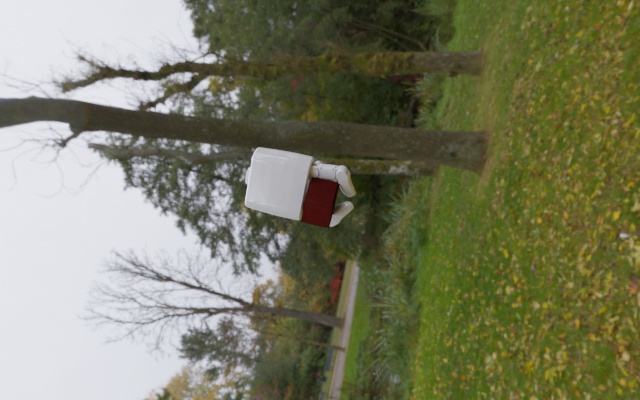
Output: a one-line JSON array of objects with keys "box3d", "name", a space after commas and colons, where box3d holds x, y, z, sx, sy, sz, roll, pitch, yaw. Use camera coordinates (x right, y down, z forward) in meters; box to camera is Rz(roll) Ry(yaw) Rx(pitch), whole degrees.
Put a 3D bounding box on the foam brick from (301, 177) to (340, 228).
[{"box3d": [0.000, 0.003, 0.836, 0.051, 0.053, 0.078, 13, 31, 2], "name": "foam brick"}]
